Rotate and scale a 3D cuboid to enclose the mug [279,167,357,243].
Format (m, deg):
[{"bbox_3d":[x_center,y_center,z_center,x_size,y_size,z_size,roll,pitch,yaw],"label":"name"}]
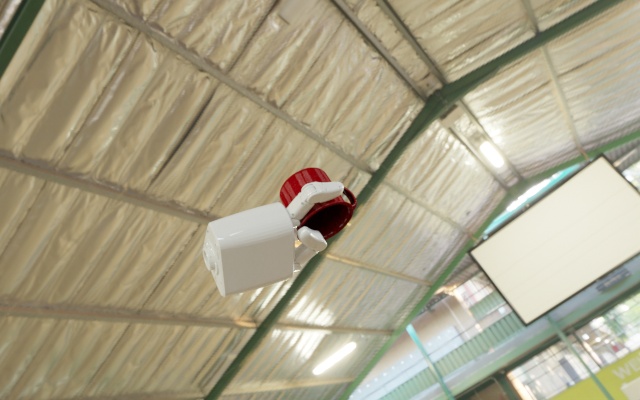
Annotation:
[{"bbox_3d":[0.001,0.002,0.722,0.117,0.081,0.093,-14,-36,-27],"label":"mug"}]
